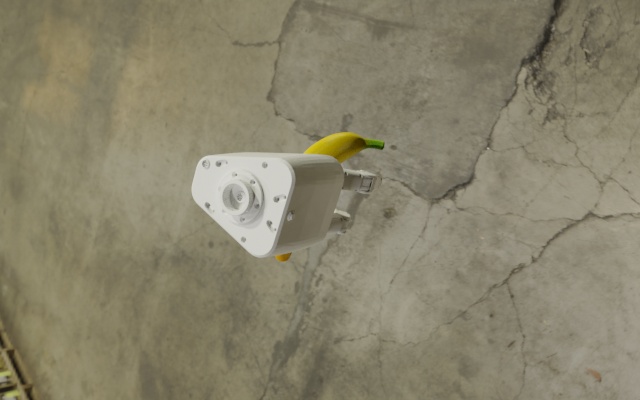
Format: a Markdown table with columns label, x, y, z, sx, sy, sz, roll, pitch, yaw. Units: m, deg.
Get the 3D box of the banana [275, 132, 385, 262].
| label | x | y | z | sx | sy | sz | roll | pitch | yaw |
| --- | --- | --- | --- | --- | --- | --- | --- | --- | --- |
| banana | -0.012 | -0.013 | 0.573 | 0.069 | 0.198 | 0.037 | 41 | 16 | 0 |
